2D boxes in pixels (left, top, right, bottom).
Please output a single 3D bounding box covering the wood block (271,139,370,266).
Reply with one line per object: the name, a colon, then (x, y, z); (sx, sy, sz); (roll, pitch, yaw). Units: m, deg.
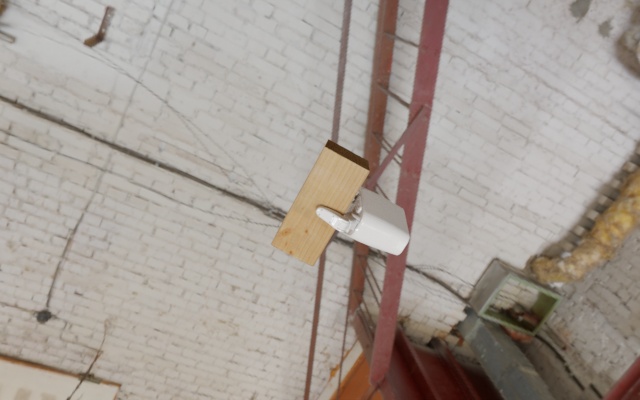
wood block: (0.000, 0.003, 0.879); (0.090, 0.206, 0.090); (28, 16, -4)
